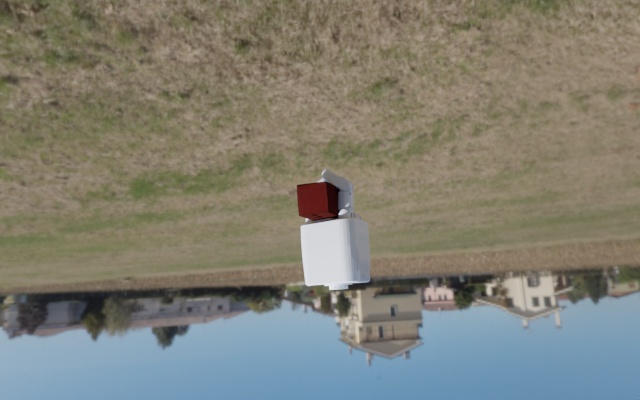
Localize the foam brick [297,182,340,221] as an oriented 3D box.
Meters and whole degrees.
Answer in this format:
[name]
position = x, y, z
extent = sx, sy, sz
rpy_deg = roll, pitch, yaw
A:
[foam brick]
position = 0.000, 0.002, 0.791
extent = 0.053, 0.051, 0.078
rpy_deg = -7, -11, 20
